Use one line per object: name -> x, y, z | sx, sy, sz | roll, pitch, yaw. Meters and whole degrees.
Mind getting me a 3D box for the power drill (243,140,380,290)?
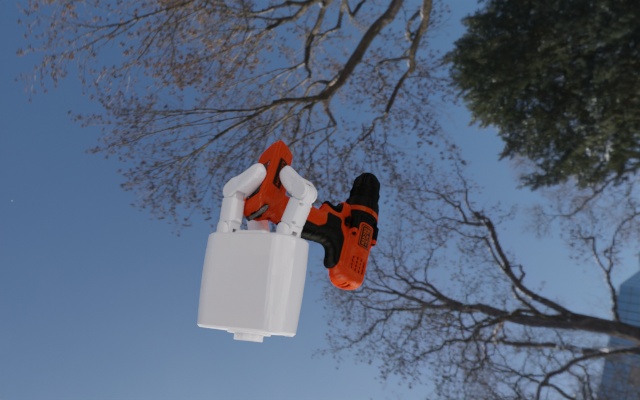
power drill -> 0.000, 0.002, 0.633 | 0.188, 0.184, 0.057 | 32, -39, -22
